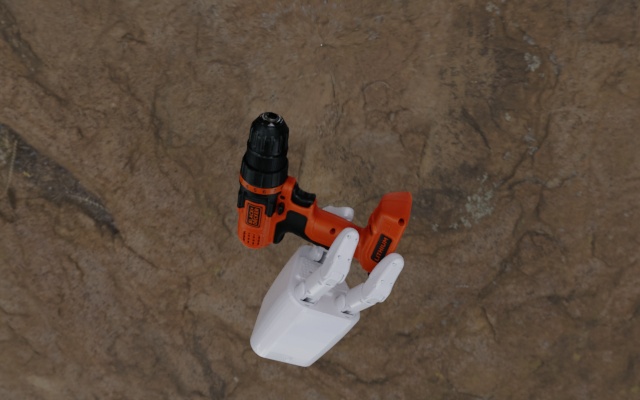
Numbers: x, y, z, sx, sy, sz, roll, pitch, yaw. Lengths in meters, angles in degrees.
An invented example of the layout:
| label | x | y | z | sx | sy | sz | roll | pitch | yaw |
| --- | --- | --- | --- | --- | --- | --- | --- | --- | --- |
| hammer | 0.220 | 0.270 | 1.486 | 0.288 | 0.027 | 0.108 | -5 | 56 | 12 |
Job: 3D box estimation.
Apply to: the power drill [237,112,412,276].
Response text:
| label | x | y | z | sx | sy | sz | roll | pitch | yaw |
| --- | --- | --- | --- | --- | --- | --- | --- | --- | --- |
| power drill | 0.000 | 0.002 | 0.527 | 0.187 | 0.185 | 0.057 | 18 | 44 | 4 |
